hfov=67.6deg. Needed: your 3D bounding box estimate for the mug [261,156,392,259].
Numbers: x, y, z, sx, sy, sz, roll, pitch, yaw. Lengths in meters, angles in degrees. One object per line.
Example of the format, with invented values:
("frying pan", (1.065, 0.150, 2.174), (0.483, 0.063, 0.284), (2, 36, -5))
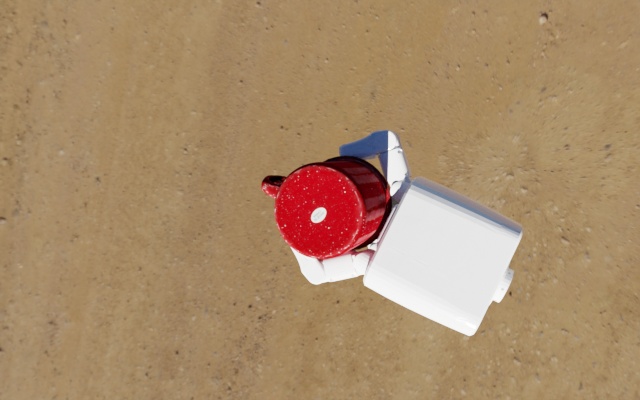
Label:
("mug", (-0.001, 0.001, 0.432), (0.117, 0.093, 0.081), (24, 12, 17))
